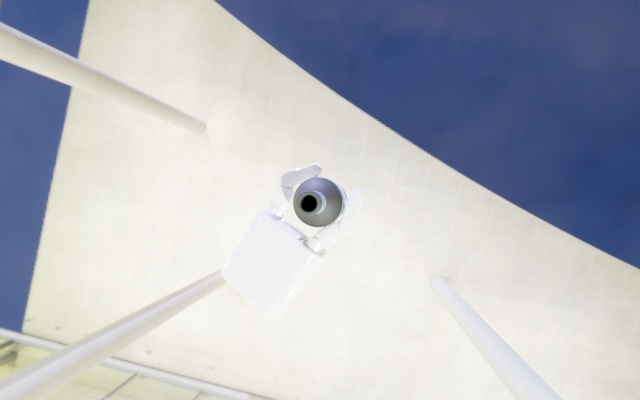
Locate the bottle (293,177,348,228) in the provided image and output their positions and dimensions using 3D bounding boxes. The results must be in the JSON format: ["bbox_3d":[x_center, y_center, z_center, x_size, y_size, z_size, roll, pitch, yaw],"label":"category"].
[{"bbox_3d":[0.000,0.002,0.659,0.069,0.069,0.295,0,0,5],"label":"bottle"}]
